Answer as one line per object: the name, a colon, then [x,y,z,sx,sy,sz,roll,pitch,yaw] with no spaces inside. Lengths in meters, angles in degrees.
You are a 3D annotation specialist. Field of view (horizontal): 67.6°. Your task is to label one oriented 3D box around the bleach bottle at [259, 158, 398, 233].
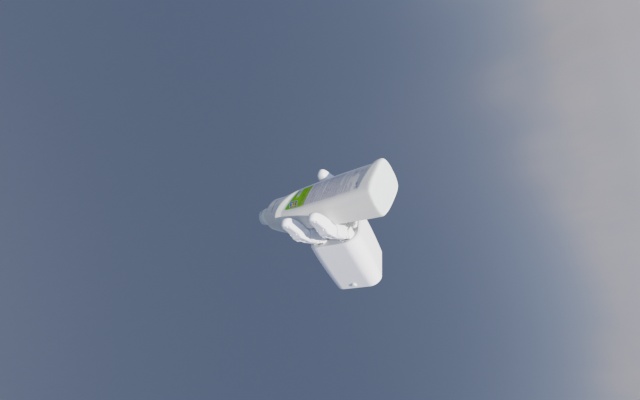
bleach bottle: [0.000,0.003,0.815,0.251,0.068,0.102,-13,29,34]
